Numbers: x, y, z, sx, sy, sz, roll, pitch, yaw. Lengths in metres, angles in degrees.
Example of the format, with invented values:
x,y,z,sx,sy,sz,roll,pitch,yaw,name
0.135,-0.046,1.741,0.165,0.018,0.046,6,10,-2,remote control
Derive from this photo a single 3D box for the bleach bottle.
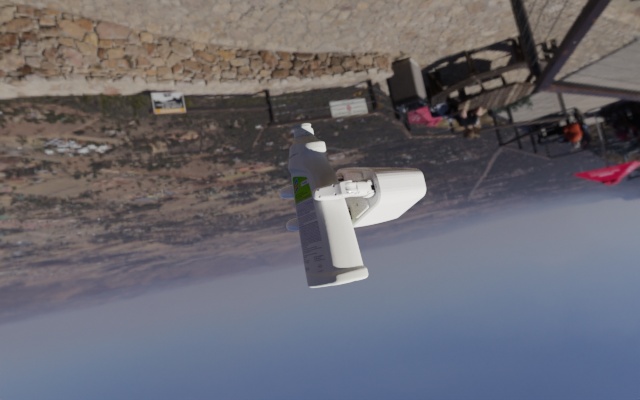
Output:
x,y,z,sx,sy,sz,roll,pitch,yaw,name
0.000,0.002,0.732,0.068,0.251,0.102,-6,-9,-34,bleach bottle
